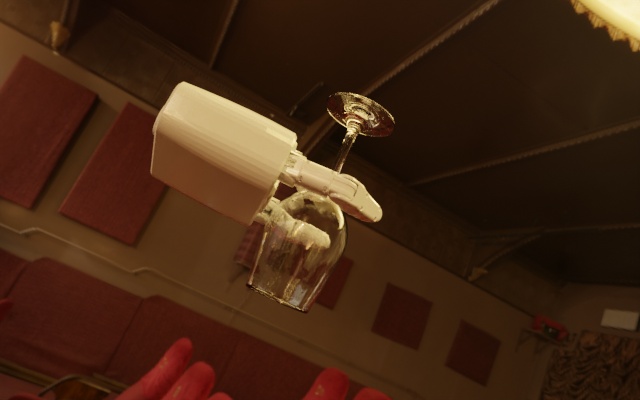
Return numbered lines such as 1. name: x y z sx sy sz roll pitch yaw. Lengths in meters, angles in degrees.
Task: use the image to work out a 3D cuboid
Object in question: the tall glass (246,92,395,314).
1. tall glass: 0.000 0.001 0.453 0.079 0.201 0.079 22 -15 7
